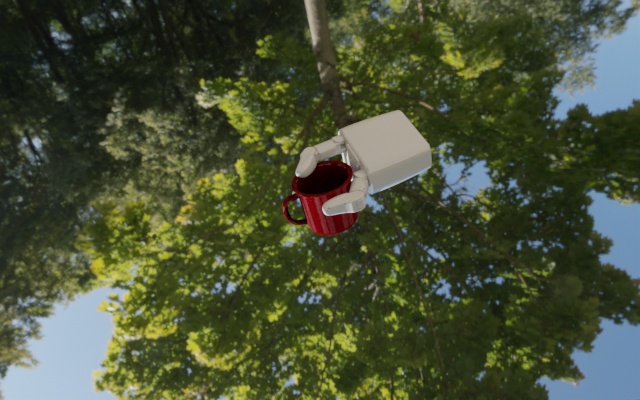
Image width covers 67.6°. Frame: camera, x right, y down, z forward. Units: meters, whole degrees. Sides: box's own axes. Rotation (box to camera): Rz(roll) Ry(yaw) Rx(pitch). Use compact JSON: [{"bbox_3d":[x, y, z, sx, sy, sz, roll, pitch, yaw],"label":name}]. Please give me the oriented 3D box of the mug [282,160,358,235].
[{"bbox_3d":[-0.001,0.003,0.721,0.117,0.082,0.093,-22,35,-8],"label":"mug"}]
